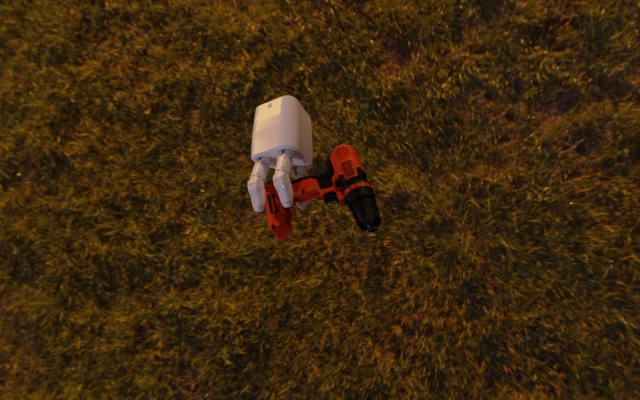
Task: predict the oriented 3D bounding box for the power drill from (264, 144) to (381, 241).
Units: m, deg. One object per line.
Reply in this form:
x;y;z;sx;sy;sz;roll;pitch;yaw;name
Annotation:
0.000;0.003;0.837;0.187;0.184;0.057;-21;-37;5;power drill
